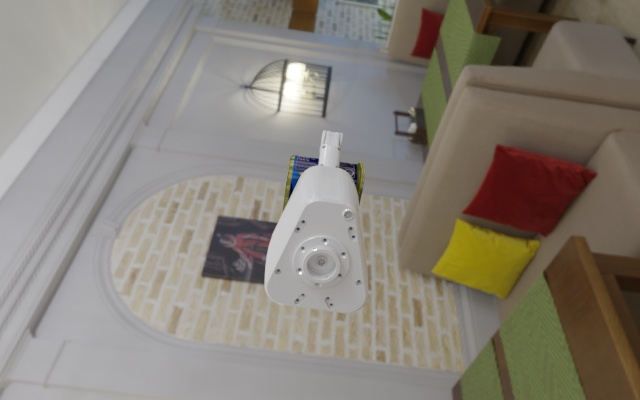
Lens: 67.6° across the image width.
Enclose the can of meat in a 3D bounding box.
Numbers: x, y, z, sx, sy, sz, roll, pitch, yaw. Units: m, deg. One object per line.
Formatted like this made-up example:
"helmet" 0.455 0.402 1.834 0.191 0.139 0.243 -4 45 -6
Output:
"can of meat" 0.000 0.002 0.550 0.084 0.102 0.057 8 22 -3
